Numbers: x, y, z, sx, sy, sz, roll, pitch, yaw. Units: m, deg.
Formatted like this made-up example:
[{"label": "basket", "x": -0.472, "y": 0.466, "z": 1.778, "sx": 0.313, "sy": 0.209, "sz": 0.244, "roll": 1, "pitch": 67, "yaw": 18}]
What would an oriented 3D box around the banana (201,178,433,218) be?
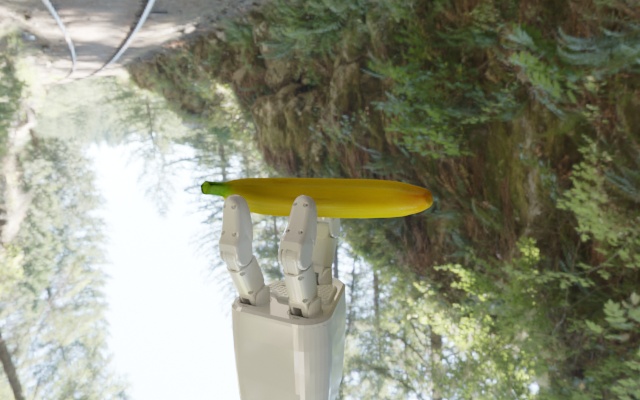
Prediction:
[{"label": "banana", "x": -0.002, "y": -0.001, "z": 0.433, "sx": 0.198, "sy": 0.037, "sz": 0.069, "roll": 1, "pitch": 8, "yaw": 4}]
